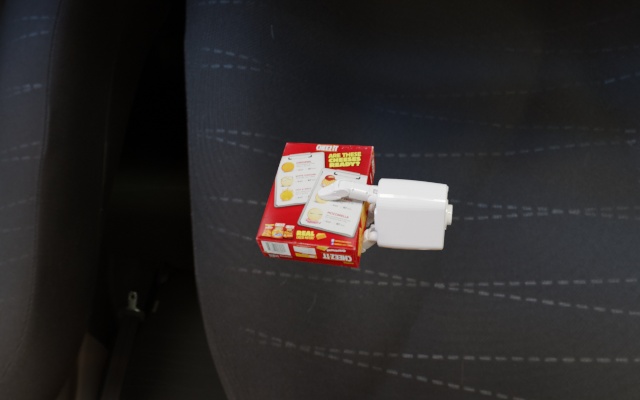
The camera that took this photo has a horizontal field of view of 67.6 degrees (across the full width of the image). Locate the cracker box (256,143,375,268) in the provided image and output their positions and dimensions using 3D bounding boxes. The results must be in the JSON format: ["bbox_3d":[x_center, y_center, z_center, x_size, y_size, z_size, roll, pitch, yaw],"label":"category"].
[{"bbox_3d":[0.000,0.003,0.826,0.164,0.213,0.072,4,-36,13],"label":"cracker box"}]
